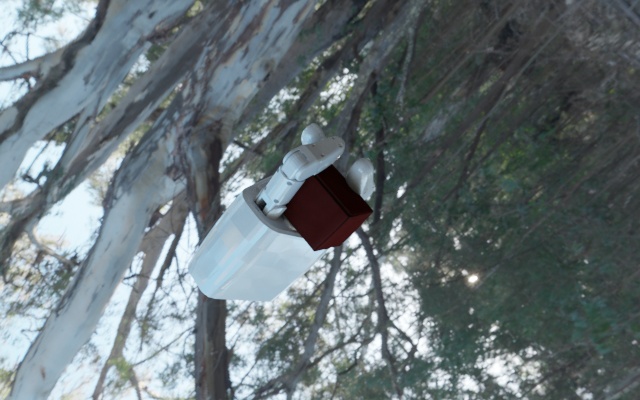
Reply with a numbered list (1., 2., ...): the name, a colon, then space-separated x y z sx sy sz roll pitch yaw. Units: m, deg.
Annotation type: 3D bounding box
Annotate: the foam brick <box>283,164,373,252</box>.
1. foam brick: 0.000 0.002 0.449 0.051 0.078 0.053 -48 -21 22
